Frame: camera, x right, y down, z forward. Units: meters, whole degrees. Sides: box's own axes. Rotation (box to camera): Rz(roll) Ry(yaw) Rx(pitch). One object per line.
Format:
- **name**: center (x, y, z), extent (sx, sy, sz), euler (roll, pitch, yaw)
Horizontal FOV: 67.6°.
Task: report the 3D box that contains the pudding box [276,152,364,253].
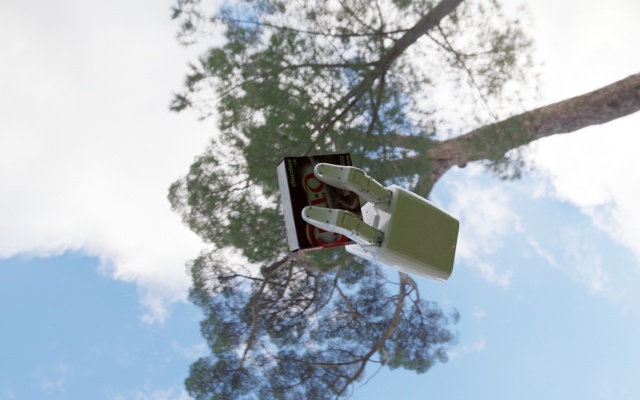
- **pudding box**: center (0.000, 0.002, 0.578), extent (0.090, 0.113, 0.039), euler (-6, -12, -26)
